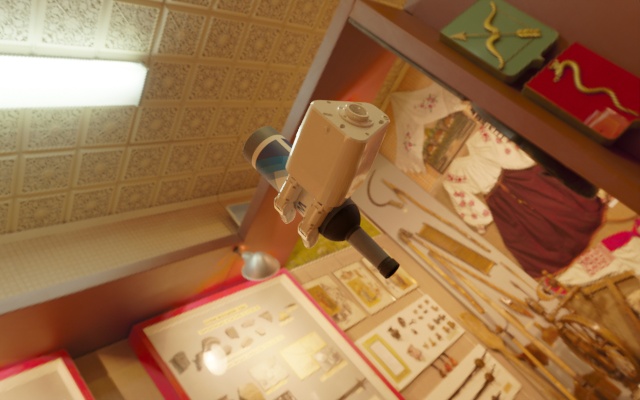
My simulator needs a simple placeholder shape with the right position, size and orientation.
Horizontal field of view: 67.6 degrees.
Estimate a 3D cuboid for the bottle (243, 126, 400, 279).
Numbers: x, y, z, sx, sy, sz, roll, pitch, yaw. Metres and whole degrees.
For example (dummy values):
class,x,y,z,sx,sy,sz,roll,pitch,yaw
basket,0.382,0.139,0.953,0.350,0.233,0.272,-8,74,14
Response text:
class,x,y,z,sx,sy,sz,roll,pitch,yaw
bottle,0.000,0.002,0.695,0.295,0.069,0.069,44,22,25
